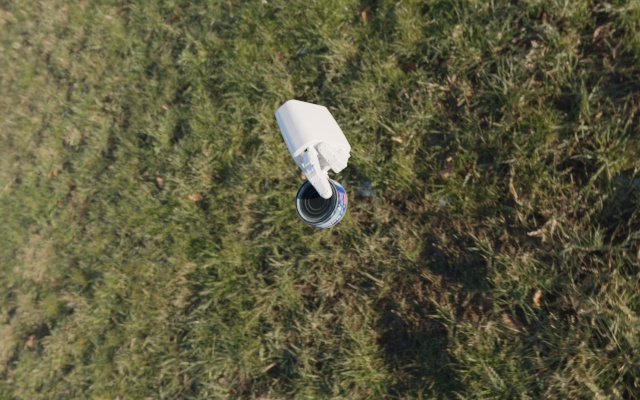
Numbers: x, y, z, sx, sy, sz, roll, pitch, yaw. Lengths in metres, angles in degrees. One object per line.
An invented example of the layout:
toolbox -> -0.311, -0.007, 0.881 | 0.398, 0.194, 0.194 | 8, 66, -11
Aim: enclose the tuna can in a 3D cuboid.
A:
tuna can -> 0.000, 0.003, 0.806 | 0.086, 0.086, 0.034 | 0, -11, 29
